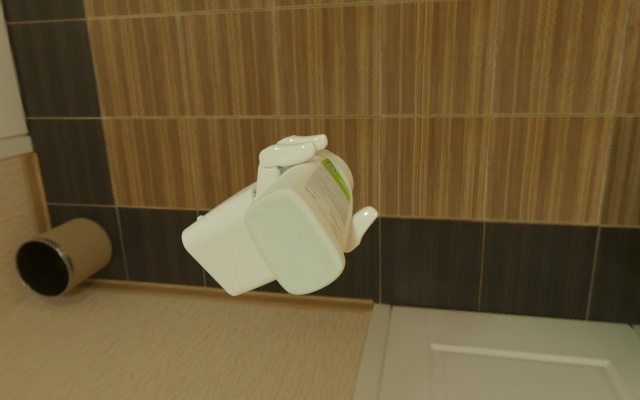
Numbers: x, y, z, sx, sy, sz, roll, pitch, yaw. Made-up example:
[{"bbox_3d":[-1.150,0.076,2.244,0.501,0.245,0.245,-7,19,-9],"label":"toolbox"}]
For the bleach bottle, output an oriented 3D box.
[{"bbox_3d":[0.000,0.002,0.533,0.068,0.102,0.250,-28,8,19],"label":"bleach bottle"}]
